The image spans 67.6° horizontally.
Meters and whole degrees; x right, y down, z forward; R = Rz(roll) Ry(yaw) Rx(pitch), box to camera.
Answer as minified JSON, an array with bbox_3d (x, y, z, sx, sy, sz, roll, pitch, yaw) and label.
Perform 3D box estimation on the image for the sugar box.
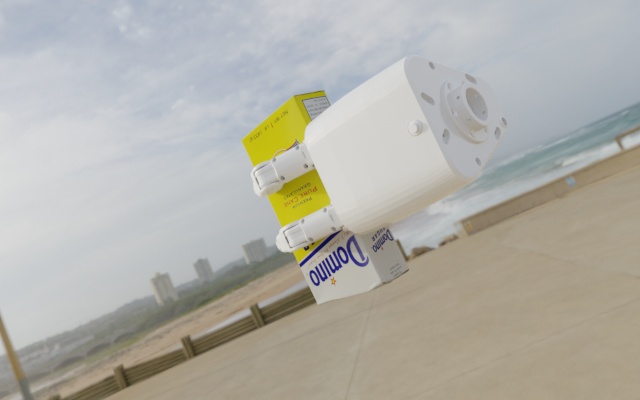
[{"bbox_3d":[0.000,0.001,0.435,0.048,0.176,0.093,-19,-7,-44],"label":"sugar box"}]
